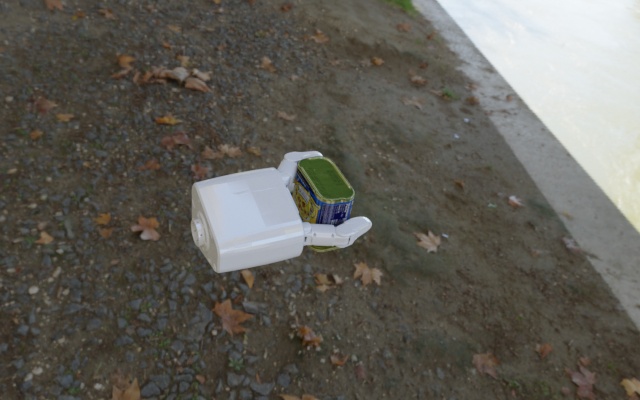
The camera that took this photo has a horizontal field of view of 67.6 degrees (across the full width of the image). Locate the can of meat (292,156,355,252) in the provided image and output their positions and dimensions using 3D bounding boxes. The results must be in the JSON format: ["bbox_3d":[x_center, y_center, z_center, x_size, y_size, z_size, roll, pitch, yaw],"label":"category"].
[{"bbox_3d":[0.000,0.002,0.634,0.057,0.084,0.102,-9,41,-24],"label":"can of meat"}]
